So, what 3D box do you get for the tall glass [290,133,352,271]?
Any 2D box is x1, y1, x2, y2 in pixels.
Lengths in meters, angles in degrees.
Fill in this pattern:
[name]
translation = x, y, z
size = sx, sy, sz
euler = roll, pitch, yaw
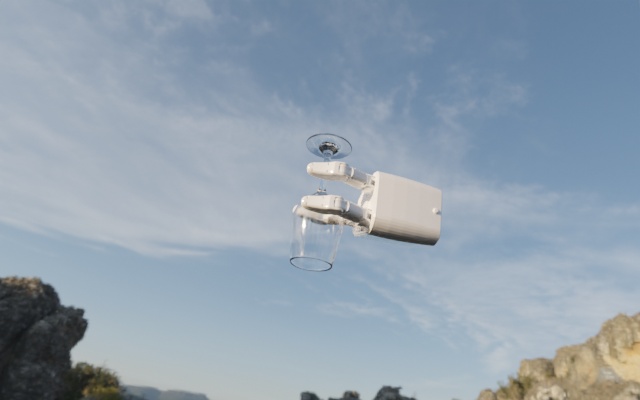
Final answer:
[tall glass]
translation = 0.000, 0.002, 0.722
size = 0.079, 0.201, 0.079
euler = 7, -25, 4
